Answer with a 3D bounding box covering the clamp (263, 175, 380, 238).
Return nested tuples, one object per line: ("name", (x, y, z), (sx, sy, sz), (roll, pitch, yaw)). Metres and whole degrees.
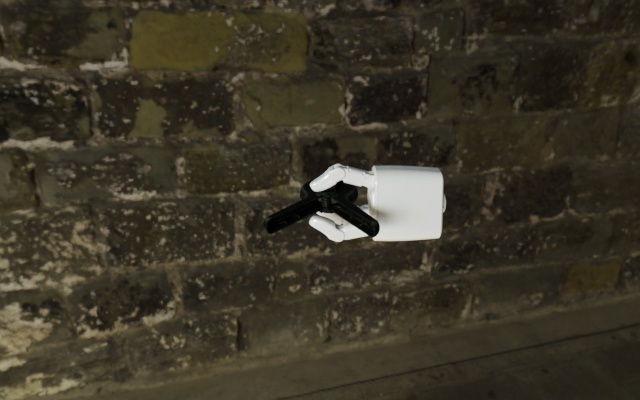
("clamp", (0.000, 0.001, 0.750), (0.164, 0.036, 0.210), (0, 24, 0))
